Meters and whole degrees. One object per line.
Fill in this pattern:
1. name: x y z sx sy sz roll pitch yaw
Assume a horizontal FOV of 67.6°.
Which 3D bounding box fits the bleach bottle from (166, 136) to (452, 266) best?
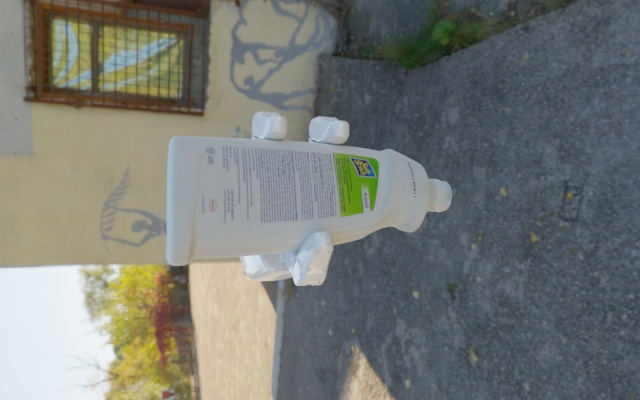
1. bleach bottle: 0.000 0.001 0.411 0.251 0.102 0.068 1 -15 -20
